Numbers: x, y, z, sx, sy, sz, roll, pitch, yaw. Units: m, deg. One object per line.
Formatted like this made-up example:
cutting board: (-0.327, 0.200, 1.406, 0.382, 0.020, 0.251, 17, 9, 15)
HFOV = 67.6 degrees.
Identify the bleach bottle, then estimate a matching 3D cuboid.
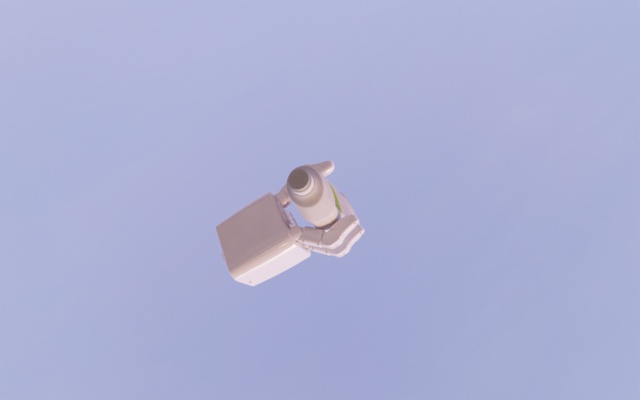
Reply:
bleach bottle: (0.000, 0.002, 0.718, 0.068, 0.102, 0.251, -29, -22, 5)
